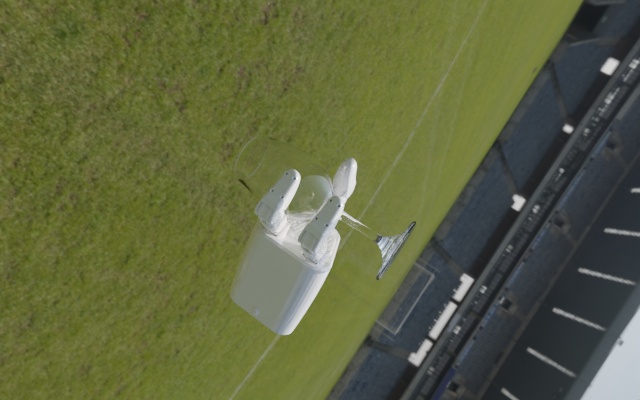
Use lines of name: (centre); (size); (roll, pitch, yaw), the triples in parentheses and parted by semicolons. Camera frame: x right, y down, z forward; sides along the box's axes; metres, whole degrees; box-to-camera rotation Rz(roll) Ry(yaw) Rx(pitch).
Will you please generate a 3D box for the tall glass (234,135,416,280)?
tall glass: (0.001, 0.002, 0.530); (0.201, 0.079, 0.079); (33, 10, 15)
